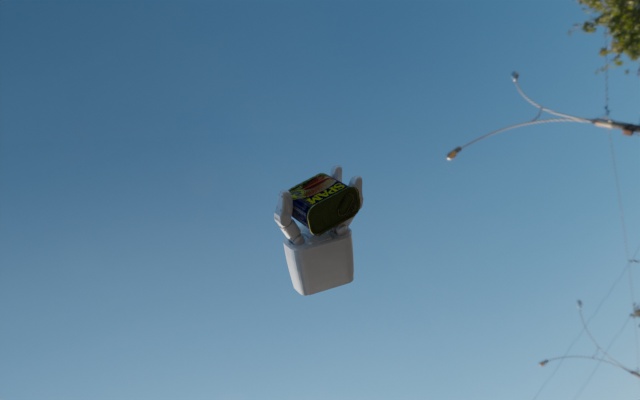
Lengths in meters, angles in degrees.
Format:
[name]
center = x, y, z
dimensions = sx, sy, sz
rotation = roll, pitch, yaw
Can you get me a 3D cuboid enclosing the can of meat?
[can of meat]
center = 0.000, 0.002, 0.789
dimensions = 0.102, 0.057, 0.084
rotation = -28, 35, -25
